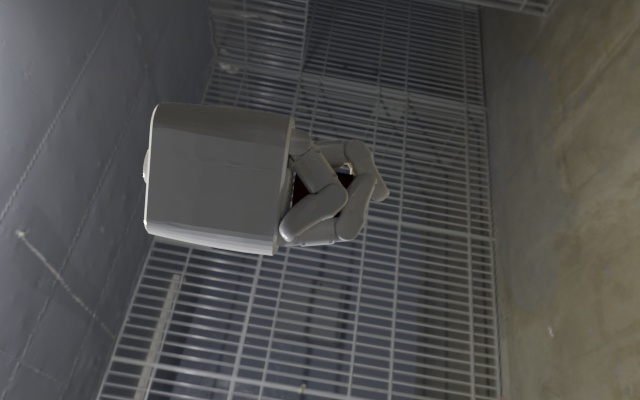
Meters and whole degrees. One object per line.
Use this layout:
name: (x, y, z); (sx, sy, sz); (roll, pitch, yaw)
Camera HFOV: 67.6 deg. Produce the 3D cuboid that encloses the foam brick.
foam brick: (0.000, 0.002, 0.448); (0.051, 0.053, 0.078); (6, -5, -1)
